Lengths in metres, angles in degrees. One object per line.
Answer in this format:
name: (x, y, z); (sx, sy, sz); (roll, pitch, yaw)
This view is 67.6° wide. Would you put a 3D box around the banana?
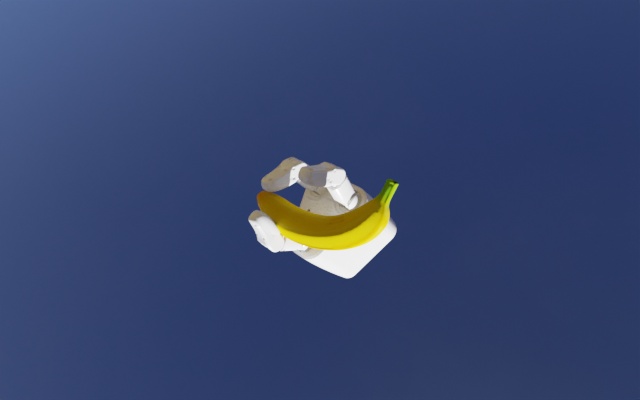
banana: (0.000, 0.020, 0.519); (0.198, 0.069, 0.037); (-3, -17, 40)
